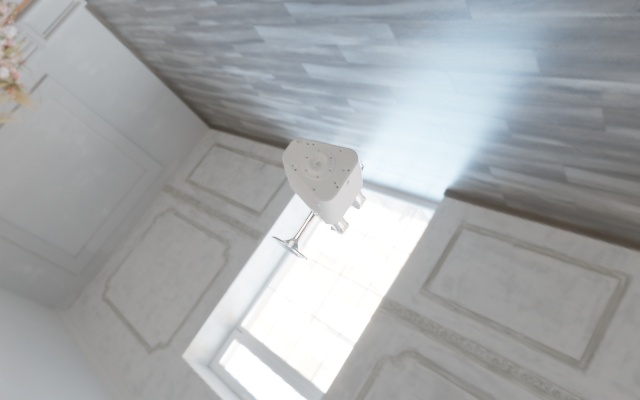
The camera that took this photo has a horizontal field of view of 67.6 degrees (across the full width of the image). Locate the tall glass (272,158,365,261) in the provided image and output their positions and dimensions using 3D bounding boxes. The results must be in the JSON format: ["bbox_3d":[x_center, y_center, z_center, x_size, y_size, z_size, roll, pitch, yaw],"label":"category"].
[{"bbox_3d":[0.000,0.003,0.843,0.079,0.201,0.079,32,-14,9],"label":"tall glass"}]
